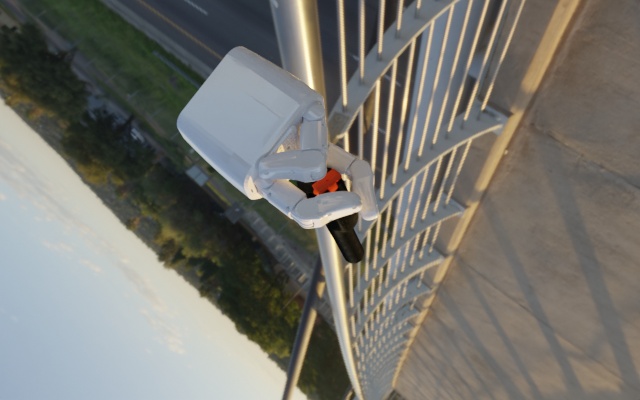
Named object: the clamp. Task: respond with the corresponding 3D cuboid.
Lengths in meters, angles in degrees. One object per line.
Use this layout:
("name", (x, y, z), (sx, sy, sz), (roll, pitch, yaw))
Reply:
("clamp", (0.000, 0.002, 0.520), (0.120, 0.039, 0.171), (38, -17, 21))
